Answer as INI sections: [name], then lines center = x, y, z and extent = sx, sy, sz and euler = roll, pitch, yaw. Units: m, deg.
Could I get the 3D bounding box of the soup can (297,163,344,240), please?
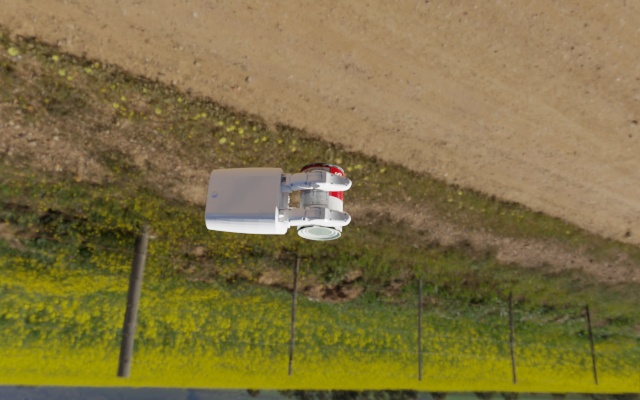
[soup can]
center = 0.001, 0.003, 0.726
extent = 0.068, 0.102, 0.068
euler = 2, -21, 1
